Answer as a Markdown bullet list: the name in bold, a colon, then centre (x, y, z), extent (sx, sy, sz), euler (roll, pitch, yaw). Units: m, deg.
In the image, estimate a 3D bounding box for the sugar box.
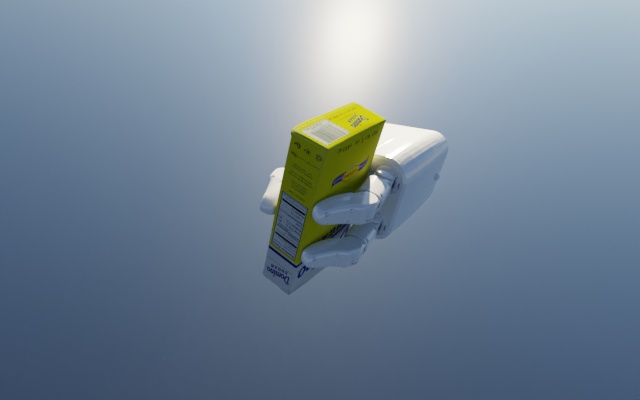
- **sugar box**: centre (0.001, 0.002, 0.460), extent (0.048, 0.176, 0.093), euler (32, 41, 25)
